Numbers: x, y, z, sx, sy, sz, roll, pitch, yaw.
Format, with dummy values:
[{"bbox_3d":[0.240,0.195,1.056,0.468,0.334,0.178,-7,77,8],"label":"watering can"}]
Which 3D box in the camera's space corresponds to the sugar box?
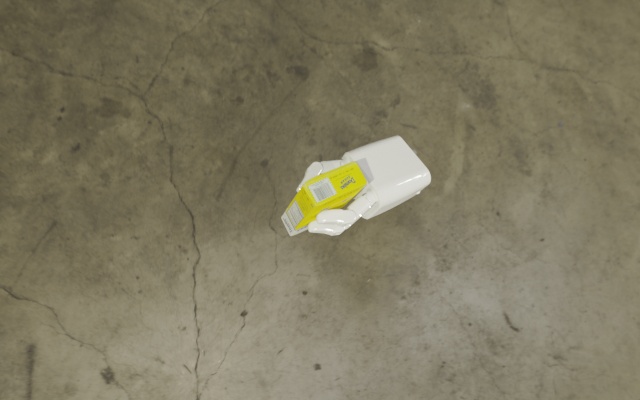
[{"bbox_3d":[0.001,0.003,0.763,0.093,0.048,0.176,-23,-13,-21],"label":"sugar box"}]
